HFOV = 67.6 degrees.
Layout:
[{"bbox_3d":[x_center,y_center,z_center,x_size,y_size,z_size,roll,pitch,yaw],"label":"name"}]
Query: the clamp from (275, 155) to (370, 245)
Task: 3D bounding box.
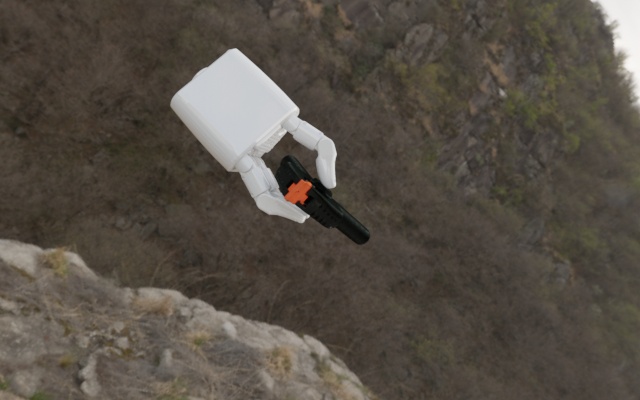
[{"bbox_3d":[0.000,0.001,0.579,0.164,0.036,0.210,43,5,1],"label":"clamp"}]
